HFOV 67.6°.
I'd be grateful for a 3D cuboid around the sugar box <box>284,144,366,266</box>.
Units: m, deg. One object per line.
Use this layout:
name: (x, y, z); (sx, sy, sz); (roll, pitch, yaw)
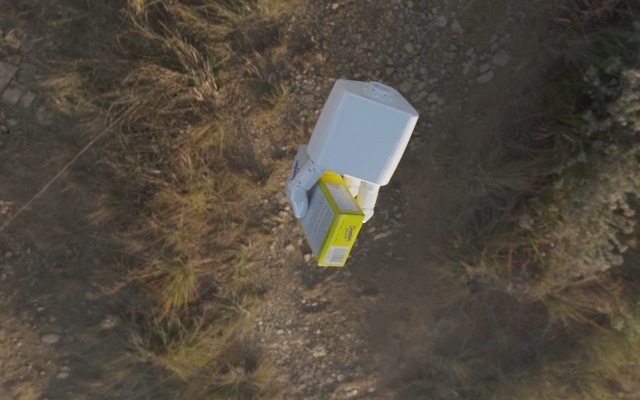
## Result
sugar box: (0.001, 0.002, 0.690); (0.048, 0.093, 0.176); (6, 34, -24)
